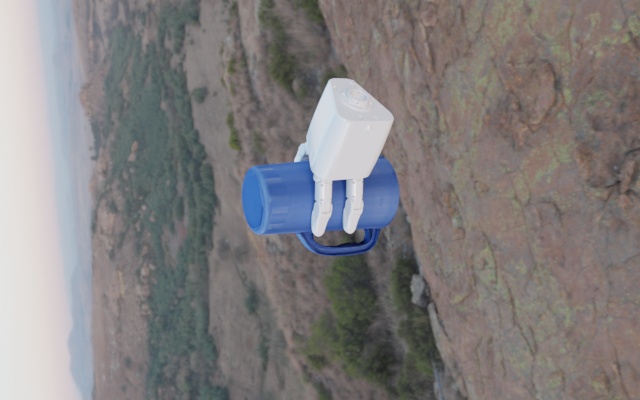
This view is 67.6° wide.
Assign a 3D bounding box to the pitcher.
[{"bbox_3d":[0.000,0.002,0.795,0.243,0.149,0.145,-5,-40,-28],"label":"pitcher"}]
